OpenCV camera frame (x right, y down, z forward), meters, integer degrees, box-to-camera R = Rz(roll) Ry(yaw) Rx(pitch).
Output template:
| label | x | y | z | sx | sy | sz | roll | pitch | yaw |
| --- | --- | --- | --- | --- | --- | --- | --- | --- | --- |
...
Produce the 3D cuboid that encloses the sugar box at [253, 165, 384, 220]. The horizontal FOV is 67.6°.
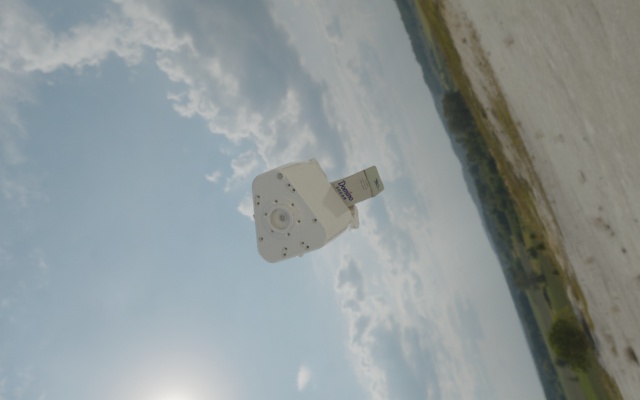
| label | x | y | z | sx | sy | sz | roll | pitch | yaw |
| --- | --- | --- | --- | --- | --- | --- | --- | --- | --- |
| sugar box | 0.000 | 0.003 | 0.697 | 0.176 | 0.048 | 0.093 | -19 | 2 | 18 |
